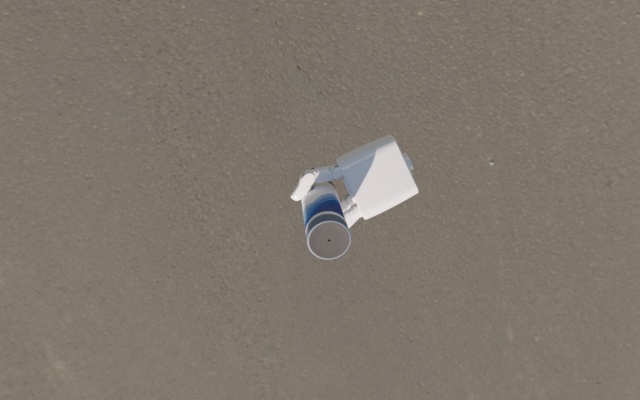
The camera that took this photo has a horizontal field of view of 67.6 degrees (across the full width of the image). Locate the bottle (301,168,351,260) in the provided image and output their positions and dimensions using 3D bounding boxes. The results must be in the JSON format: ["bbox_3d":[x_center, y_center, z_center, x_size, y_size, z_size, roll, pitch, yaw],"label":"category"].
[{"bbox_3d":[0.000,0.003,0.849,0.069,0.069,0.295,0,23,-6],"label":"bottle"}]
